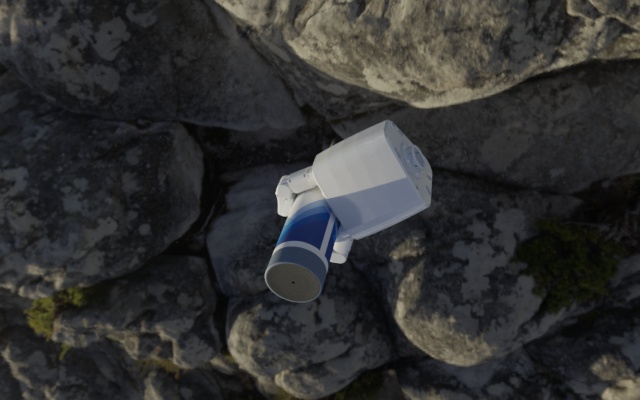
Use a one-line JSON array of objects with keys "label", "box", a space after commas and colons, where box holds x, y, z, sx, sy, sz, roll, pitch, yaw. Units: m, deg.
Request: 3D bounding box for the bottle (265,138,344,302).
[{"label": "bottle", "box": [0.000, 0.002, 0.643, 0.069, 0.069, 0.295, 0, 38, 15]}]
